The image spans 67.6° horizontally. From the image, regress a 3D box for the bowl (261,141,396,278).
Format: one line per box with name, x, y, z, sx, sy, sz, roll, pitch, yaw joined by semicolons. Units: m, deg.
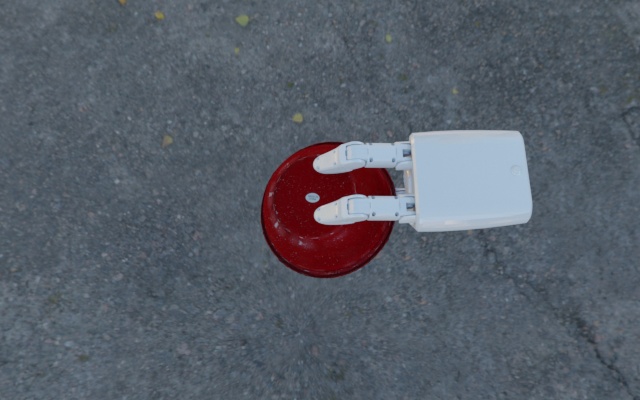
bowl;-0.001;0.002;0.524;0.162;0.162;0.055;0;-15;16
